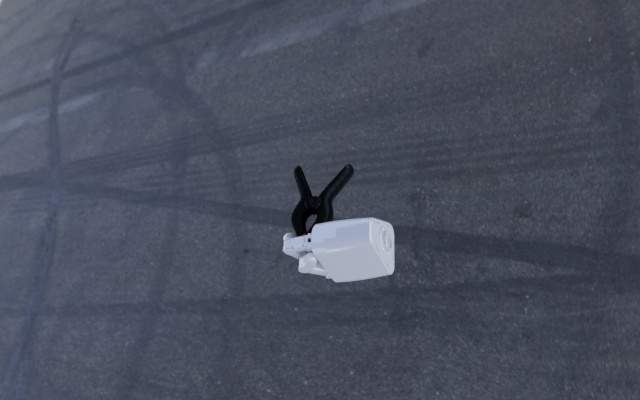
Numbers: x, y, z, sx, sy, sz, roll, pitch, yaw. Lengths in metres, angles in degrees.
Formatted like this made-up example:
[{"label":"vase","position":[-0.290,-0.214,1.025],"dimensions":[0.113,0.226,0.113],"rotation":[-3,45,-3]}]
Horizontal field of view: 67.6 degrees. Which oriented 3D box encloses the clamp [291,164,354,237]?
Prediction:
[{"label":"clamp","position":[0.000,0.003,0.863],"dimensions":[0.120,0.171,0.039],"rotation":[-11,-30,27]}]
